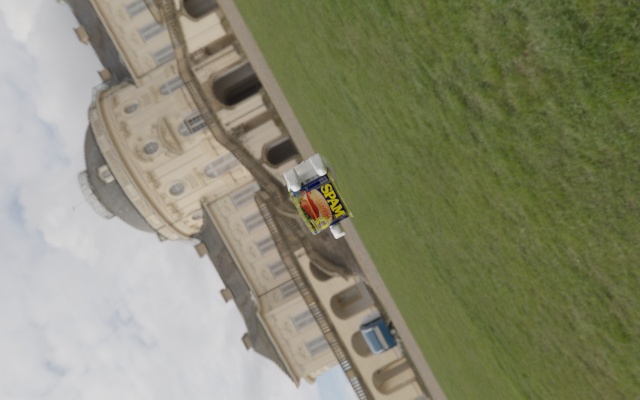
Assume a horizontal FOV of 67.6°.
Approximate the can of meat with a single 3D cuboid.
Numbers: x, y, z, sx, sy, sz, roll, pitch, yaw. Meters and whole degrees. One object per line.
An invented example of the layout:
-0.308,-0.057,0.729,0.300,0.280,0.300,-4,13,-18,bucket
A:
0.000,0.003,0.890,0.084,0.102,0.057,-28,21,2,can of meat
